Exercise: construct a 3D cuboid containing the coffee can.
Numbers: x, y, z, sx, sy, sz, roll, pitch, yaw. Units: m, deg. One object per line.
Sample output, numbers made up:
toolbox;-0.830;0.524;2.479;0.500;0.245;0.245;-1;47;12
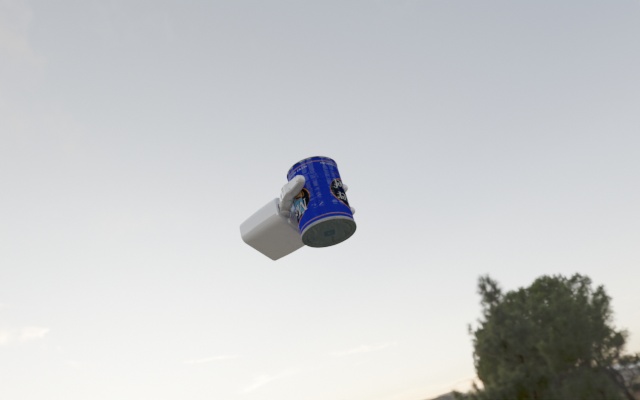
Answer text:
coffee can;0.000;0.003;0.890;0.103;0.140;0.103;-11;-31;-7
